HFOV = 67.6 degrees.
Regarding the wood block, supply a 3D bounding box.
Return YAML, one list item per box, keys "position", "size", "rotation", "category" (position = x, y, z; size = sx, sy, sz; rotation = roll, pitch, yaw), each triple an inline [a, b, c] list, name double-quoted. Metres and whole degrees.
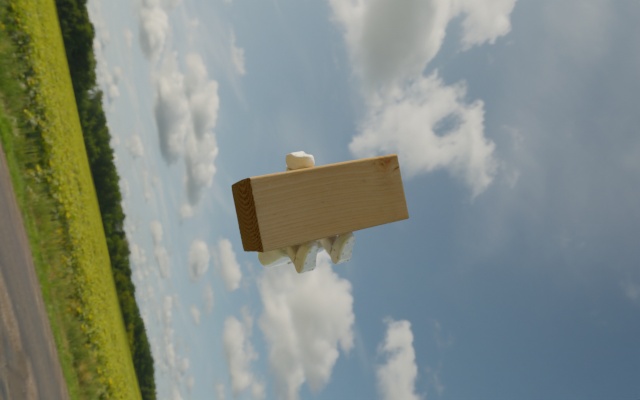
- position: [0.000, 0.002, 0.628]
  size: [0.206, 0.091, 0.090]
  rotation: [-11, 0, -25]
  category: "wood block"
